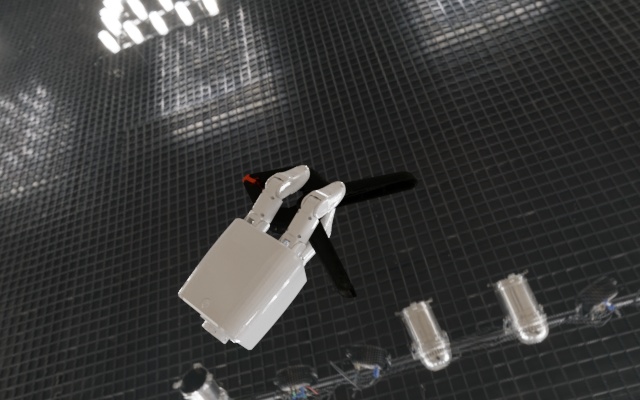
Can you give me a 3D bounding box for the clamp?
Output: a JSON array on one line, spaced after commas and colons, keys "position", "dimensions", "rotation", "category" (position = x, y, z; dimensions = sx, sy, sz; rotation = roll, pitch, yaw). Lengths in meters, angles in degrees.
[{"position": [0.000, 0.002, 0.570], "dimensions": [0.210, 0.164, 0.036], "rotation": [27, -23, 31], "category": "clamp"}]
